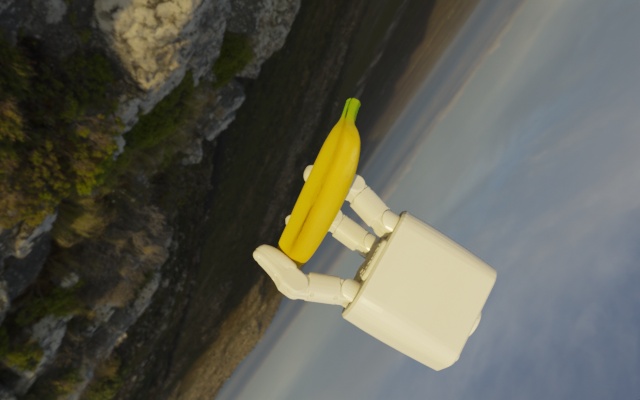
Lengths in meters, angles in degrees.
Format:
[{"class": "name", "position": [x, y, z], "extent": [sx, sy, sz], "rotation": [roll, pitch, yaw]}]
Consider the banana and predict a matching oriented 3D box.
[{"class": "banana", "position": [-0.004, 0.008, 0.432], "extent": [0.037, 0.198, 0.069], "rotation": [27, 34, 1]}]
